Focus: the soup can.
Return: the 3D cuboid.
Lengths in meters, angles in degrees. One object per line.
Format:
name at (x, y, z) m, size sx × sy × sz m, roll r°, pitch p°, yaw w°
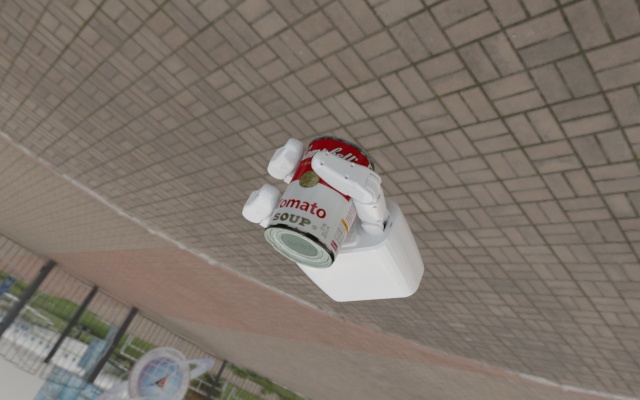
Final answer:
soup can at (0.000, 0.001, 0.432) m, size 0.068 × 0.102 × 0.068 m, roll 20°, pitch -28°, yaw 11°
